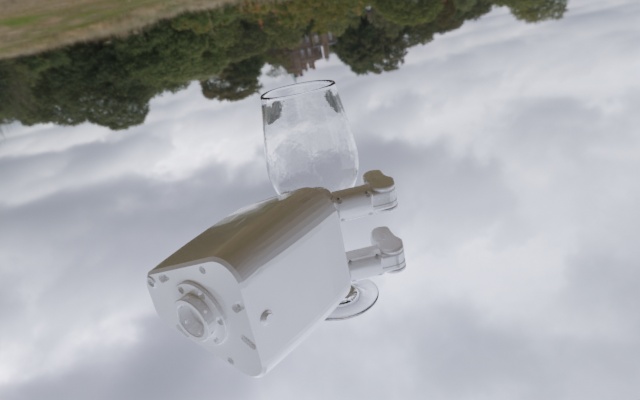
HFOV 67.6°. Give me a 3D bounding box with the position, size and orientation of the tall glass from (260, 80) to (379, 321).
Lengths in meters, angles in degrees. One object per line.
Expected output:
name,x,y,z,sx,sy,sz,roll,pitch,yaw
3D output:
tall glass,0.000,0.002,0.418,0.079,0.201,0.079,-10,21,4
